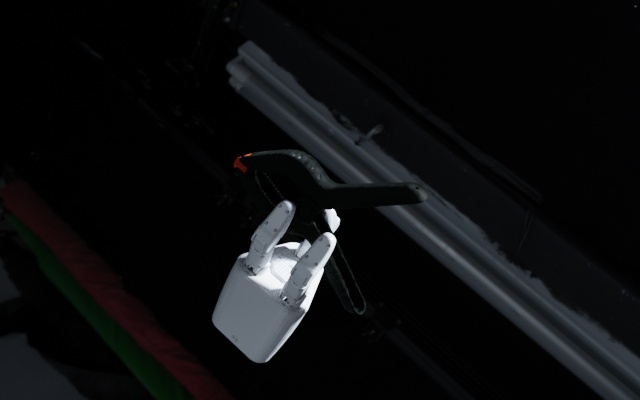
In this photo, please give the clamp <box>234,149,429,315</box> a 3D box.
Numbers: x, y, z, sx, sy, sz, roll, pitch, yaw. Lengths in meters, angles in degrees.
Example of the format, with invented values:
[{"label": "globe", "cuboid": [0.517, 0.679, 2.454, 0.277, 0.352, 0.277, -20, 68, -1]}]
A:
[{"label": "clamp", "cuboid": [0.000, 0.001, 0.501, 0.210, 0.165, 0.036, 40, 31, 14]}]
